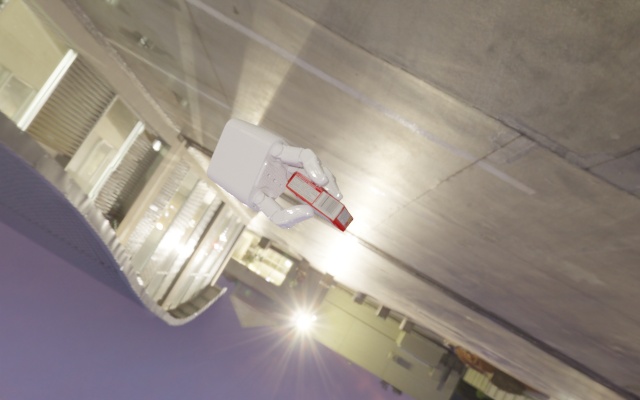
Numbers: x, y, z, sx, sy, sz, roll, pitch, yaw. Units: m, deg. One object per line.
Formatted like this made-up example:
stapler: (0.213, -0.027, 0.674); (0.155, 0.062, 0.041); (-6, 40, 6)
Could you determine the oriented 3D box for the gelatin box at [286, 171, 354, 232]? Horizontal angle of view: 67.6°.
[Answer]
gelatin box: (0.000, 0.003, 0.669); (0.089, 0.030, 0.073); (36, -5, 21)
